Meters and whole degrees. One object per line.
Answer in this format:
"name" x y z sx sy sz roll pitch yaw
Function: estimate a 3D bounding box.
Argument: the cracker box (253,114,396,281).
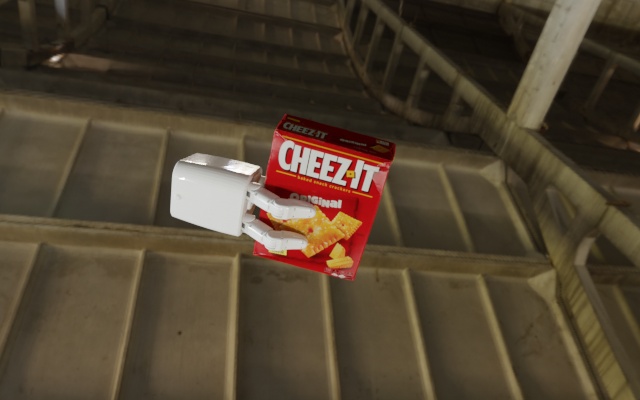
"cracker box" 0.000 0.002 0.698 0.164 0.214 0.072 15 31 2
